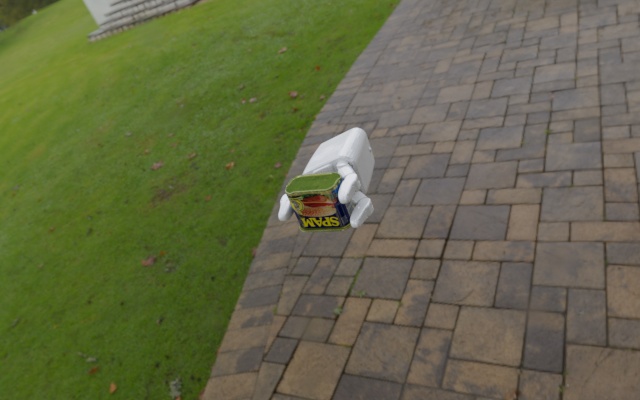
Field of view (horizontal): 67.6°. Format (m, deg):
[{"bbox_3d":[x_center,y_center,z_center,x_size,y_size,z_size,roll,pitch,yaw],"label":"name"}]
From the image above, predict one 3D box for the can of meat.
[{"bbox_3d":[0.000,0.002,0.796,0.102,0.084,0.057,-4,37,28],"label":"can of meat"}]
